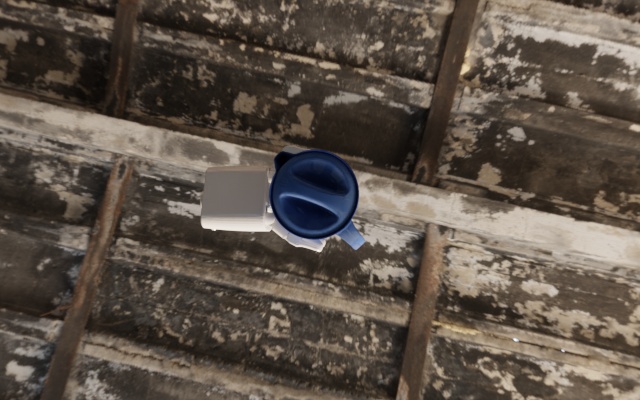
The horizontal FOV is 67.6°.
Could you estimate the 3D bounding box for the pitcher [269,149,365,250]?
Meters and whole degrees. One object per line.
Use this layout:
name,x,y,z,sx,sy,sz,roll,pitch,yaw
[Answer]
pitcher,0.000,0.003,0.814,0.145,0.149,0.243,1,-2,2
